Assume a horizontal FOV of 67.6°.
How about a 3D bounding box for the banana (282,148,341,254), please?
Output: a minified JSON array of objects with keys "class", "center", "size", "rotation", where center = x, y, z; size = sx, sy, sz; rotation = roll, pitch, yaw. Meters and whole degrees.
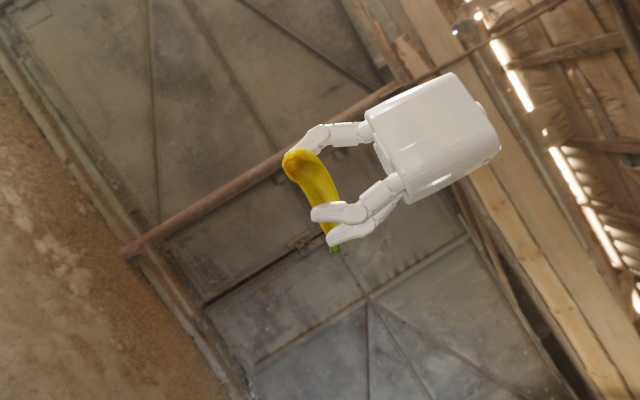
[{"class":"banana","center":[-0.004,-0.011,0.539],"size":[0.037,0.069,0.198],"rotation":[-21,-34,6]}]
